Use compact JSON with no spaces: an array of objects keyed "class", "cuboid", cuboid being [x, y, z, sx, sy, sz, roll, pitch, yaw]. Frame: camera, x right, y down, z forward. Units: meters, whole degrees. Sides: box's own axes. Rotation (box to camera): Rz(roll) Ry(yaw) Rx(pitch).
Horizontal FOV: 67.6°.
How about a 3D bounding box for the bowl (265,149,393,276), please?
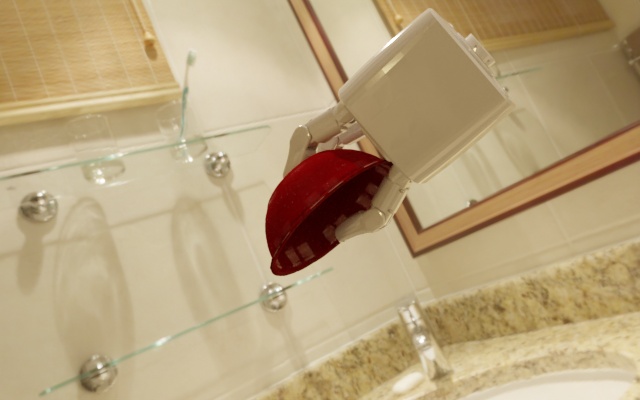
[{"class":"bowl","cuboid":[-0.001,0.002,0.474,0.055,0.162,0.162,47,19,19]}]
